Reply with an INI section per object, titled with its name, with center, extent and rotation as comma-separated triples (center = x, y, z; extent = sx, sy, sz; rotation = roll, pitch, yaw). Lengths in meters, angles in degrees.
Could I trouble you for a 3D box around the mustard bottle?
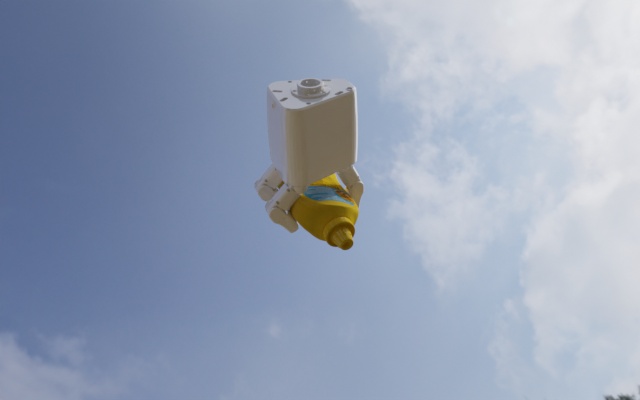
[mustard bottle]
center = 0.000, 0.002, 0.664
extent = 0.096, 0.058, 0.191
rotation = 9, 29, -30
